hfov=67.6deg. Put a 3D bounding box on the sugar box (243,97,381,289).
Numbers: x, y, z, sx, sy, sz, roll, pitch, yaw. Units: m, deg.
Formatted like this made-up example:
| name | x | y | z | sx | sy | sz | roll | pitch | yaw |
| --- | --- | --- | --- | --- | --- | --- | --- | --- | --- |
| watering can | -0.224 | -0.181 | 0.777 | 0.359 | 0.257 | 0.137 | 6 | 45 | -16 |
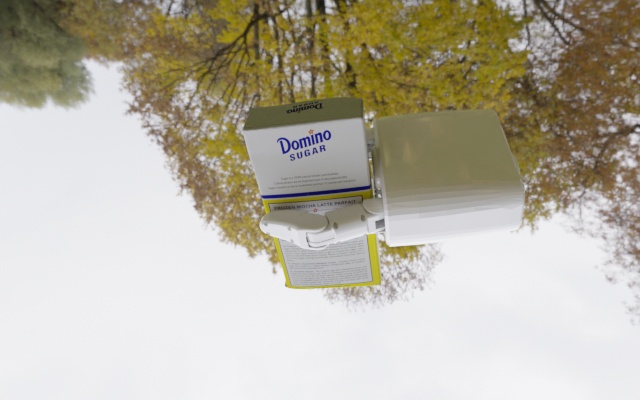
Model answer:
| name | x | y | z | sx | sy | sz | roll | pitch | yaw |
| --- | --- | --- | --- | --- | --- | --- | --- | --- | --- |
| sugar box | 0.000 | 0.001 | 0.414 | 0.093 | 0.176 | 0.048 | -4 | 34 | 7 |
